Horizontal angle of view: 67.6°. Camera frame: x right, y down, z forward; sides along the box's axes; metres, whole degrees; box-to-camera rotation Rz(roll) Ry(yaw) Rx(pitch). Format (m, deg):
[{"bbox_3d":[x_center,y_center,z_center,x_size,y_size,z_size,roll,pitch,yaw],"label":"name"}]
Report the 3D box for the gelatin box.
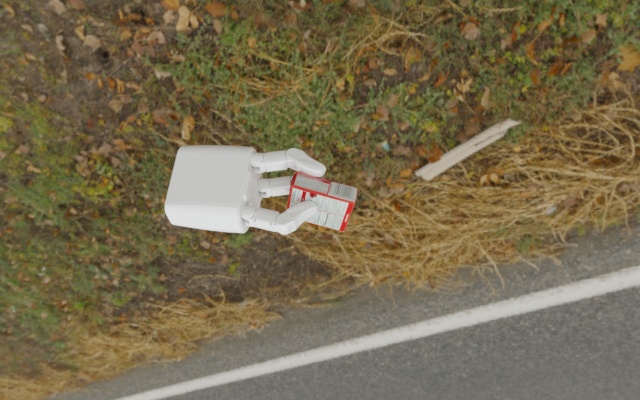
[{"bbox_3d":[0.000,0.003,0.654,0.089,0.030,0.073,15,-37,0],"label":"gelatin box"}]
